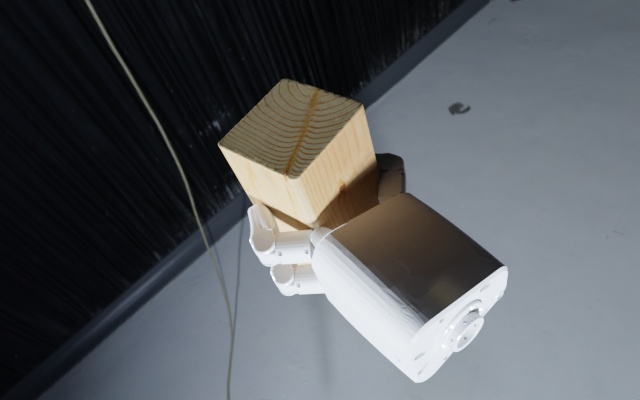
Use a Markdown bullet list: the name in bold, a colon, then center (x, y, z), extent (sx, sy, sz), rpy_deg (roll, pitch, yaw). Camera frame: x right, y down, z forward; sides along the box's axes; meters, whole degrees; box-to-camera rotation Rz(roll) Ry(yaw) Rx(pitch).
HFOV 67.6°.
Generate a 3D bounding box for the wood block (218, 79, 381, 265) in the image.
- **wood block**: center (0.001, 0.001, 0.456), extent (0.090, 0.090, 0.206), rpy_deg (26, -26, 32)
